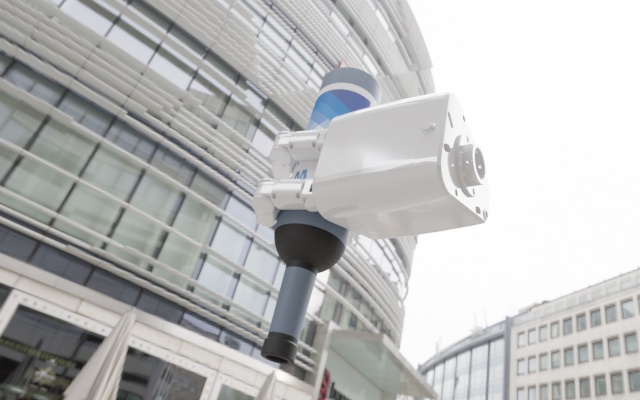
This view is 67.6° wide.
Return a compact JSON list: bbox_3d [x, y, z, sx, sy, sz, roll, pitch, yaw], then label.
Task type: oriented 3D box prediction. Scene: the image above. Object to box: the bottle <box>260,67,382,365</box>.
[{"bbox_3d":[0.000,0.001,0.444,0.069,0.295,0.069,11,-31,7],"label":"bottle"}]
